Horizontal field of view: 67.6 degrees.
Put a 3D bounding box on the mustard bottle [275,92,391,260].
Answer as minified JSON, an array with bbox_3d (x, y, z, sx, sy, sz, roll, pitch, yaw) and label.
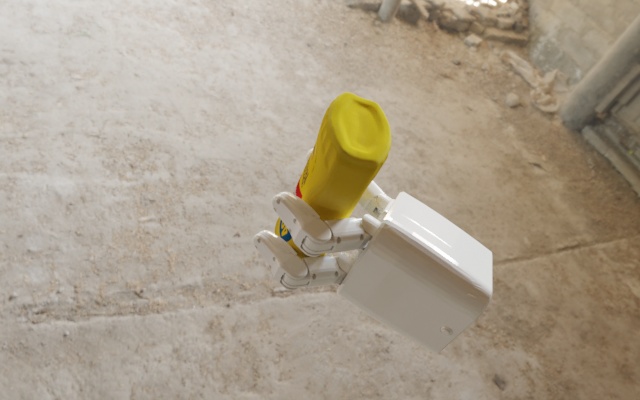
[{"bbox_3d":[0.000,0.001,0.444,0.058,0.096,0.192,17,-47,-11],"label":"mustard bottle"}]
